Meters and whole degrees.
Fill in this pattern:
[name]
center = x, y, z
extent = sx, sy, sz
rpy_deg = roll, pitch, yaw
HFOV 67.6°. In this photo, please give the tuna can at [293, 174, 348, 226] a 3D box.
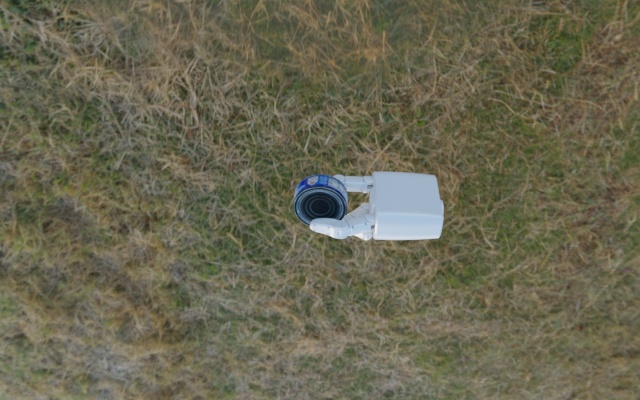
[tuna can]
center = 0.000, 0.003, 0.752
extent = 0.086, 0.086, 0.033
rpy_deg = 0, 38, 4
